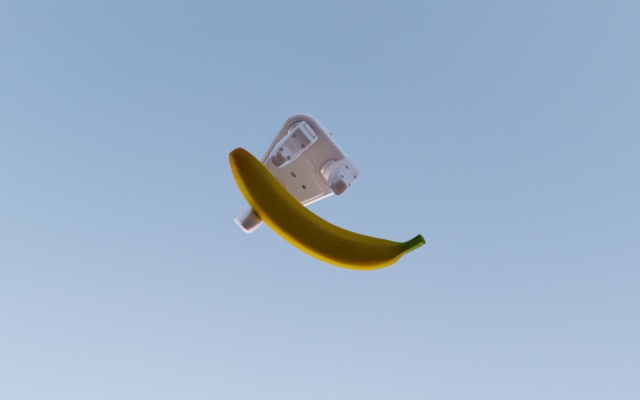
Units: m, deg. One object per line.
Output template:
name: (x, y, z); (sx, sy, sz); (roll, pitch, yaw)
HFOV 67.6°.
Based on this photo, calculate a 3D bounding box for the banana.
banana: (-0.005, 0.019, 0.454); (0.198, 0.070, 0.037); (25, 15, -3)
